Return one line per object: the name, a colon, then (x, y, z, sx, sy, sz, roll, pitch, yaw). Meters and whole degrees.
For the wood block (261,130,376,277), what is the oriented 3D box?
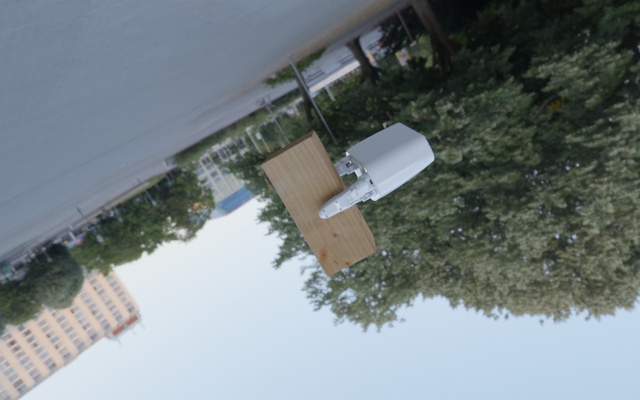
wood block: (0.001, 0.003, 0.766, 0.090, 0.206, 0.090, -28, 11, 9)
